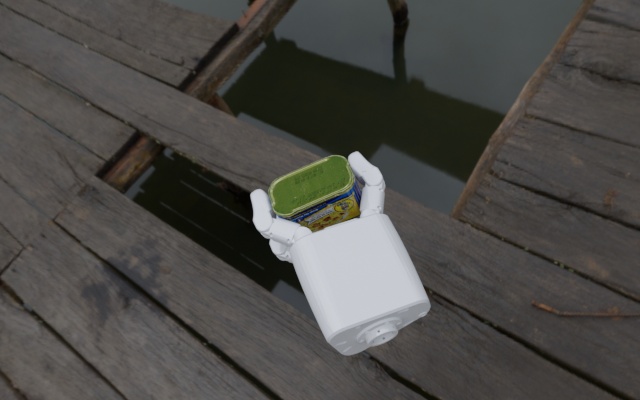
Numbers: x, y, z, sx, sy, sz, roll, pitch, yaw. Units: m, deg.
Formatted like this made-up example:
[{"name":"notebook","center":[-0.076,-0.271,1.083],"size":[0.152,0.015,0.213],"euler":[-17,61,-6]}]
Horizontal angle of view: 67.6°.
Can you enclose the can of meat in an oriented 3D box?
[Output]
[{"name":"can of meat","center":[0.000,0.002,0.551],"size":[0.102,0.057,0.084],"euler":[-24,-33,4]}]
